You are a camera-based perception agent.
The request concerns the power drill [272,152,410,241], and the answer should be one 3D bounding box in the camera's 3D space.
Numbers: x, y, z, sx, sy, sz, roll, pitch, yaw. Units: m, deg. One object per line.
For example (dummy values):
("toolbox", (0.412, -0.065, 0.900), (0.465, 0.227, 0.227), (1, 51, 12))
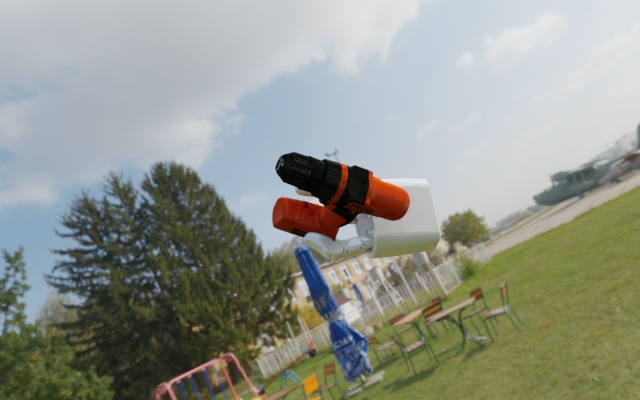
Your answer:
("power drill", (0.000, 0.002, 0.656), (0.184, 0.057, 0.188), (20, -23, -21))
